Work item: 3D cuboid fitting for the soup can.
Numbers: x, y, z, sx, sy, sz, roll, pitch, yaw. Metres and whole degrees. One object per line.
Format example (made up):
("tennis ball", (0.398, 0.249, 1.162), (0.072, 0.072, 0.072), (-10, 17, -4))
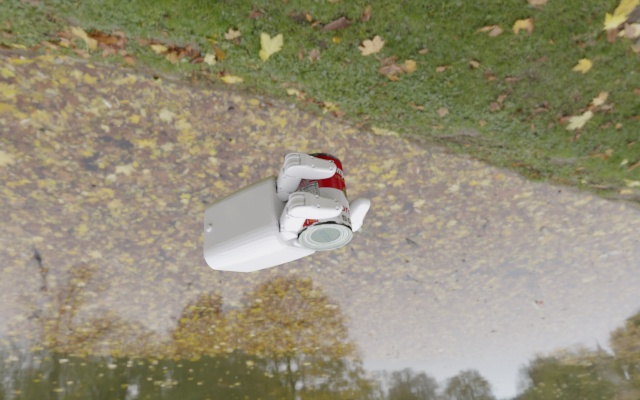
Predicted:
("soup can", (0.001, 0.002, 0.585), (0.068, 0.102, 0.068), (-5, -33, -3))
